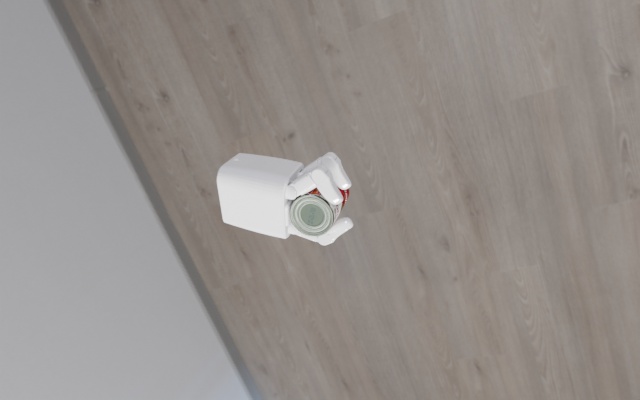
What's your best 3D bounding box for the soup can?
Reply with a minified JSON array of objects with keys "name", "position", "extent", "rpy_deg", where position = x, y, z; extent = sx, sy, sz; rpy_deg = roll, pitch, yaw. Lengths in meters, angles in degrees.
[{"name":"soup can","position":[0.001,0.003,0.719],"extent":[0.068,0.068,0.102],"rpy_deg":[0,23,17]}]
